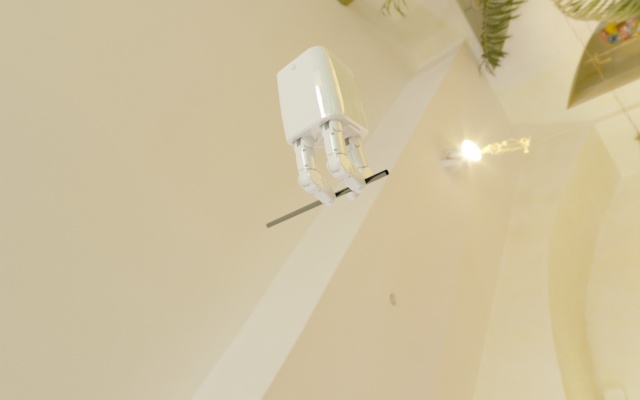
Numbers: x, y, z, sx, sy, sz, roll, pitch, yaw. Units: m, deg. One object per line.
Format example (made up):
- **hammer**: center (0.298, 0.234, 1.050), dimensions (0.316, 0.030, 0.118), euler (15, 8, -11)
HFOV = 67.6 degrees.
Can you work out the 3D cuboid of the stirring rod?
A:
- **stirring rod**: center (0.000, 0.002, 0.672), dimensions (0.011, 0.011, 0.239), euler (0, -18, -46)
